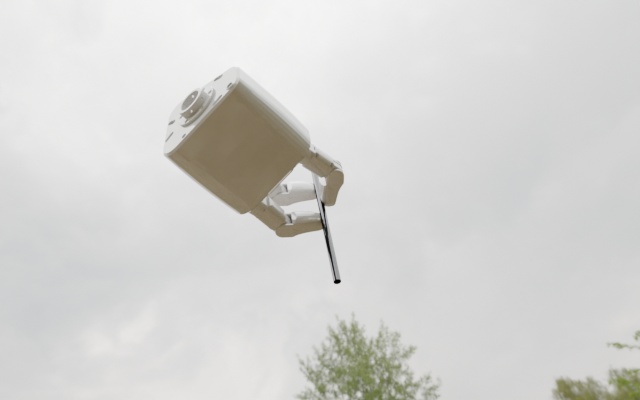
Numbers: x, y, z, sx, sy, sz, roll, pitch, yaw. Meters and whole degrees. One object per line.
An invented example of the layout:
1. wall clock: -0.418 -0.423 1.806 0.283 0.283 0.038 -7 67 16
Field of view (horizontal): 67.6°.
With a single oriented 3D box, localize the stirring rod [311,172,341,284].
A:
1. stirring rod: 0.000 0.002 0.565 0.011 0.011 0.239 0 41 -11
